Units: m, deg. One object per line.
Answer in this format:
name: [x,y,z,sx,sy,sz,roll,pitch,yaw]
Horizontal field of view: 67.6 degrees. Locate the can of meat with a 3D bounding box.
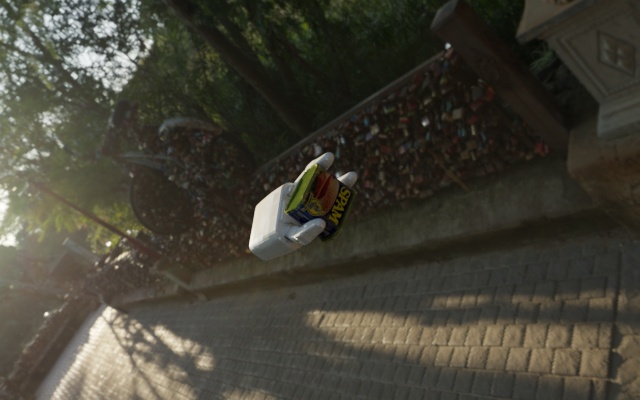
can of meat: [0.000,0.002,0.771,0.084,0.102,0.057,37,-34,-19]
